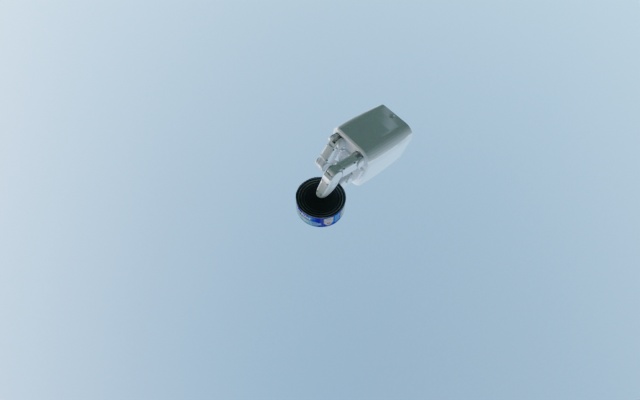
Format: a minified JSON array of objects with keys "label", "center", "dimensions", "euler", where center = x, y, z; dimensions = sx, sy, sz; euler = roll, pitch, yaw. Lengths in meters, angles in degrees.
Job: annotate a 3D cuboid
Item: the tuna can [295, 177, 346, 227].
[{"label":"tuna can","center":[0.000,0.003,0.819],"dimensions":[0.086,0.086,0.034],"euler":[0,-35,-2]}]
